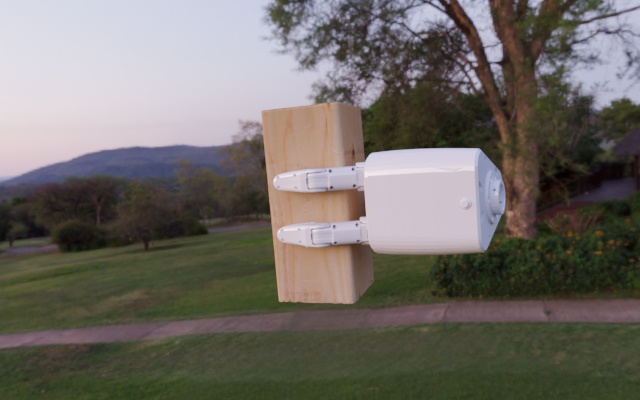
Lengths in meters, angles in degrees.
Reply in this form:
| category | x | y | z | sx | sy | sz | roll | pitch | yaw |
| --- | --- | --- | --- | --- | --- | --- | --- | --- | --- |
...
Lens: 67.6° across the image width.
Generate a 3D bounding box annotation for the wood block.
| category | x | y | z | sx | sy | sz | roll | pitch | yaw |
| --- | --- | --- | --- | --- | --- | --- | --- | --- | --- |
| wood block | 0.001 | 0.002 | 0.536 | 0.090 | 0.206 | 0.091 | -3 | 5 | 20 |
